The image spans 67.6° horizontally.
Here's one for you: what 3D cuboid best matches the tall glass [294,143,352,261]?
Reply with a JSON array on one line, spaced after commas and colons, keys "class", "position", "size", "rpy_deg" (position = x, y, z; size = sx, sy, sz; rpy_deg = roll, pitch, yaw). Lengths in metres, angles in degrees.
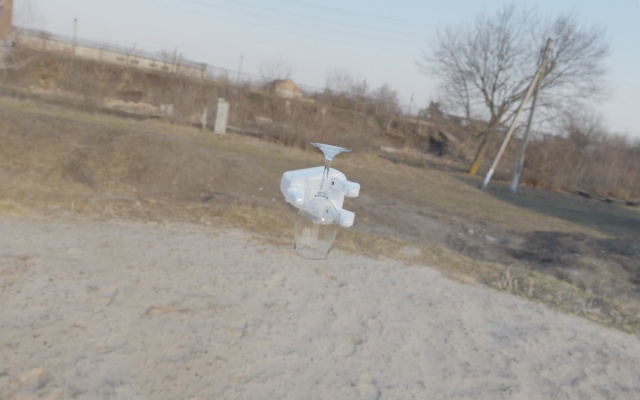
[{"class": "tall glass", "position": [0.000, 0.002, 0.848], "size": [0.079, 0.201, 0.079], "rpy_deg": [10, 9, -2]}]
